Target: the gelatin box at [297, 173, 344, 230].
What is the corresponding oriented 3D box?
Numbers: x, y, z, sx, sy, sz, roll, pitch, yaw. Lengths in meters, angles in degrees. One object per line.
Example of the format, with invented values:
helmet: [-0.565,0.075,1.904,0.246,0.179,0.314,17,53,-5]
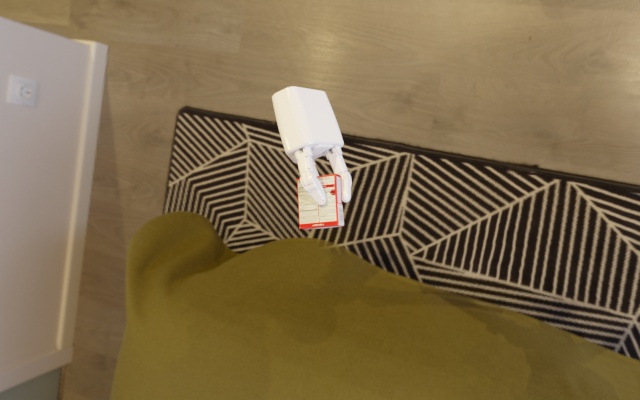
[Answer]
gelatin box: [0.000,0.003,0.814,0.073,0.089,0.030,-6,-8,23]
